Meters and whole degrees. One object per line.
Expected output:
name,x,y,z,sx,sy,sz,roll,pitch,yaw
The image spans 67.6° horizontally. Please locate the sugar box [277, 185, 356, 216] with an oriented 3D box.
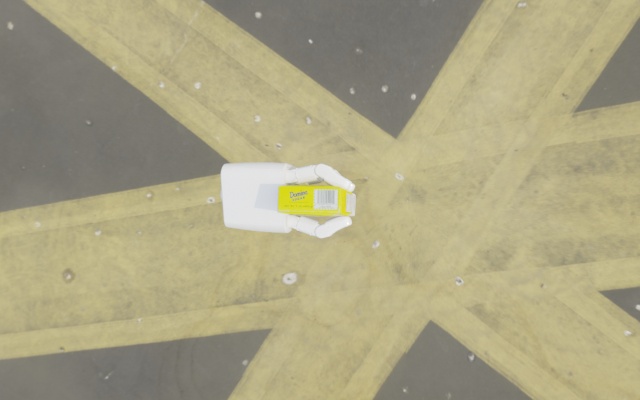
sugar box,0.000,0.002,0.754,0.093,0.048,0.176,2,0,10
